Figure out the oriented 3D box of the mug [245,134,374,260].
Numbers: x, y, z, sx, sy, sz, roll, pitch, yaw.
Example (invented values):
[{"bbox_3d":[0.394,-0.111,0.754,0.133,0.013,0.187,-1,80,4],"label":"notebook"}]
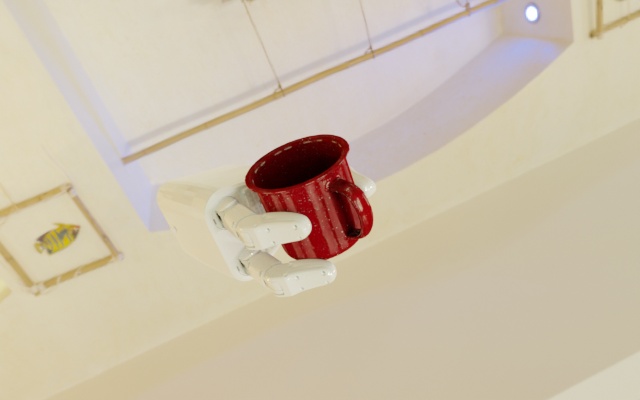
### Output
[{"bbox_3d":[0.001,0.002,0.412,0.117,0.081,0.093,13,44,45],"label":"mug"}]
